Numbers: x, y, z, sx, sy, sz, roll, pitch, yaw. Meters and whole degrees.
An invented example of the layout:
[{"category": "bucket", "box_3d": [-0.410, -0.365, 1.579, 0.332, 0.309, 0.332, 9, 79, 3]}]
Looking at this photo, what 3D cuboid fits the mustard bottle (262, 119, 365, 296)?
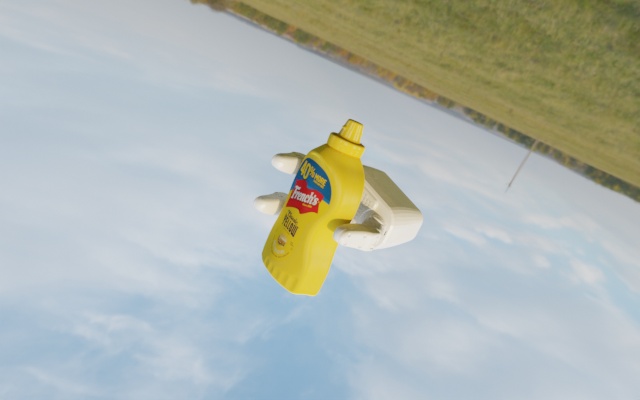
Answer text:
[{"category": "mustard bottle", "box_3d": [0.000, 0.002, 0.526, 0.058, 0.192, 0.096, 15, 18, -34]}]
